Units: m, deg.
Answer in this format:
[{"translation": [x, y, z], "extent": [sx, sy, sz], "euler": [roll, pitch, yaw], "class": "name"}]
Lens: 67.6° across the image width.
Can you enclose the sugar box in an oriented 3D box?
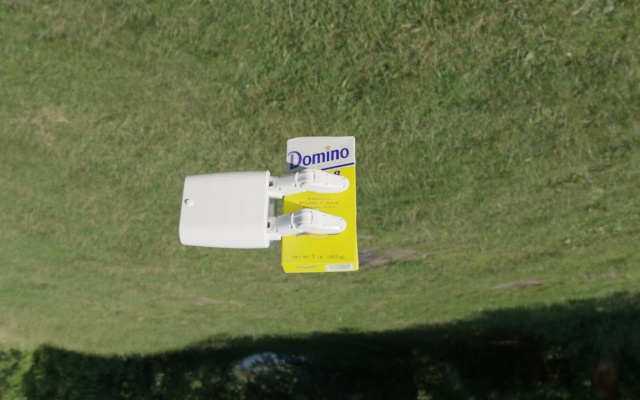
[{"translation": [0.000, 0.002, 0.613], "extent": [0.093, 0.176, 0.048], "euler": [-1, -22, 3], "class": "sugar box"}]
